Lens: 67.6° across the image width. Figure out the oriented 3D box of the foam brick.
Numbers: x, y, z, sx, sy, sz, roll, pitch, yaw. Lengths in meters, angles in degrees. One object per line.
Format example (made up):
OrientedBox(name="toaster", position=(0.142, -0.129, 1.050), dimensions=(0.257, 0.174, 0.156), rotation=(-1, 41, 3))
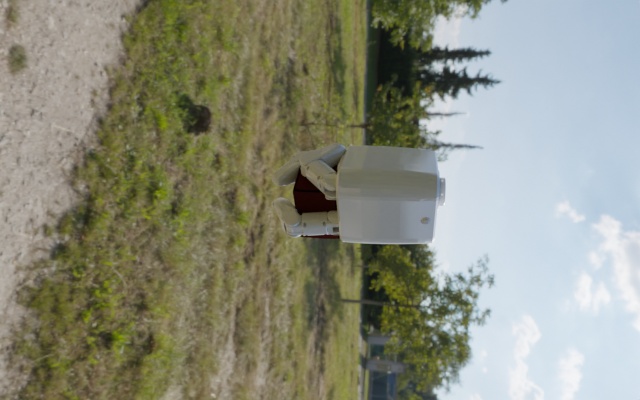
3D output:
OrientedBox(name="foam brick", position=(0.000, 0.002, 0.580), dimensions=(0.051, 0.078, 0.053), rotation=(2, 42, 10))
